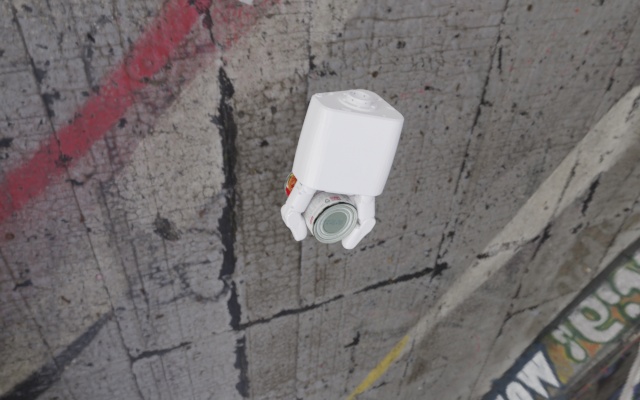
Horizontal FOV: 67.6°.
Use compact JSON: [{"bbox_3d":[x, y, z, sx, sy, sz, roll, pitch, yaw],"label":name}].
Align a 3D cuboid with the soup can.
[{"bbox_3d":[0.000,0.003,0.659,0.068,0.068,0.102,0,34,-30],"label":"soup can"}]
